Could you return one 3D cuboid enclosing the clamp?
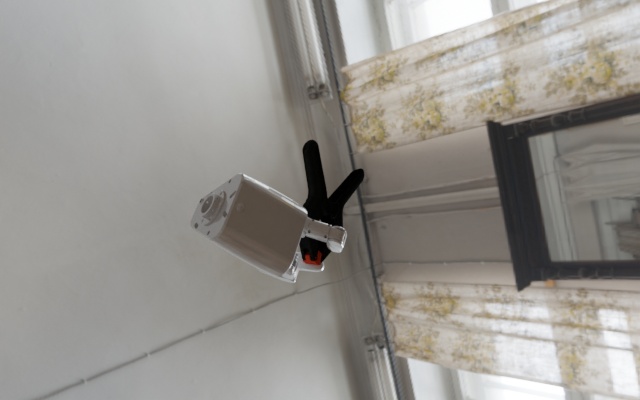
[{"bbox_3d":[0.000,0.002,0.678,0.120,0.171,0.039,33,-26,-31],"label":"clamp"}]
